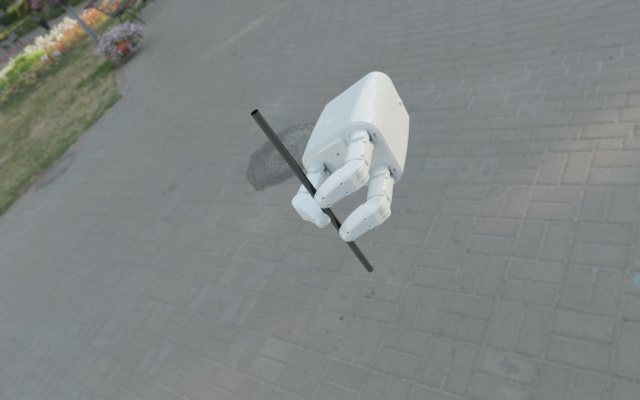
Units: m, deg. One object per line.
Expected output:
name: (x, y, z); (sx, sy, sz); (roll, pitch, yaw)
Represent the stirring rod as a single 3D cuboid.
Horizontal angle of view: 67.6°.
stirring rod: (0.000, 0.002, 0.490); (0.011, 0.011, 0.240); (0, -41, 40)
